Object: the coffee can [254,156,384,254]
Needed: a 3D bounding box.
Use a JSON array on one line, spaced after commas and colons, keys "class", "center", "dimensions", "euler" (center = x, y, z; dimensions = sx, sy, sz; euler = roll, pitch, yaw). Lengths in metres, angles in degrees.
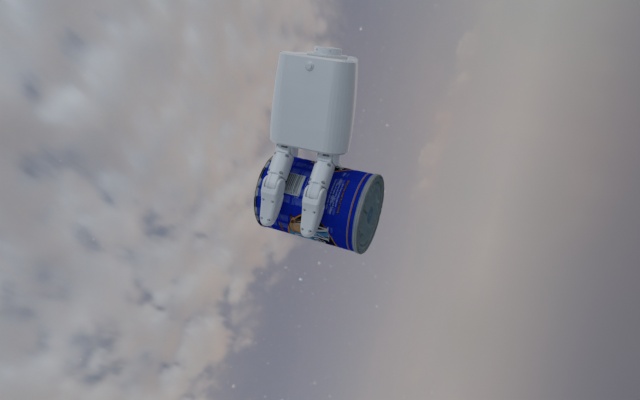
[{"class": "coffee can", "center": [0.000, 0.002, 0.618], "dimensions": [0.140, 0.103, 0.103], "euler": [14, 5, 20]}]
